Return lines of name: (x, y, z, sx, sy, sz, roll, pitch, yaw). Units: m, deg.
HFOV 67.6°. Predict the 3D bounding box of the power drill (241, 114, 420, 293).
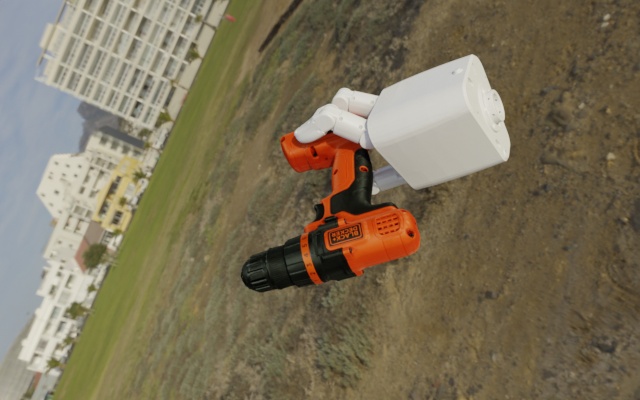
power drill: (0.000, 0.001, 0.516, 0.184, 0.187, 0.057, -16, -38, 10)
